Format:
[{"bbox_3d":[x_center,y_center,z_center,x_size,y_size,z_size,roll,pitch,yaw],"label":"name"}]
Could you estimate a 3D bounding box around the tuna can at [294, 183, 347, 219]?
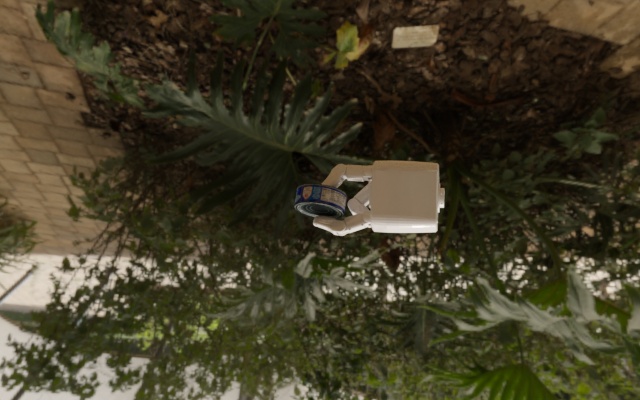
[{"bbox_3d":[0.000,0.003,0.797,0.086,0.033,0.086,9,-18,3],"label":"tuna can"}]
